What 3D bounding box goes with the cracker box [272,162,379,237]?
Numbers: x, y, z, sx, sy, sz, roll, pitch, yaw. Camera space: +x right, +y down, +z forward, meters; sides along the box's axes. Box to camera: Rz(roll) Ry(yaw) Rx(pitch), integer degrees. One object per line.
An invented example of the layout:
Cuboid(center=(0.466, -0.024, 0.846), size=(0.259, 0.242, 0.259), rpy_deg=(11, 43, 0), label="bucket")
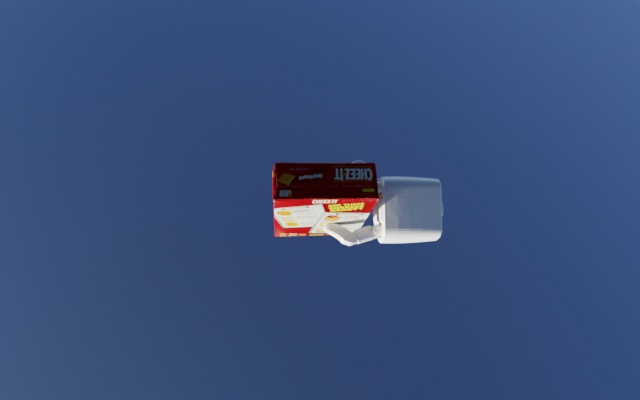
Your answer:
Cuboid(center=(0.000, 0.003, 0.831), size=(0.164, 0.072, 0.214), rpy_deg=(-1, -19, -5), label="cracker box")
